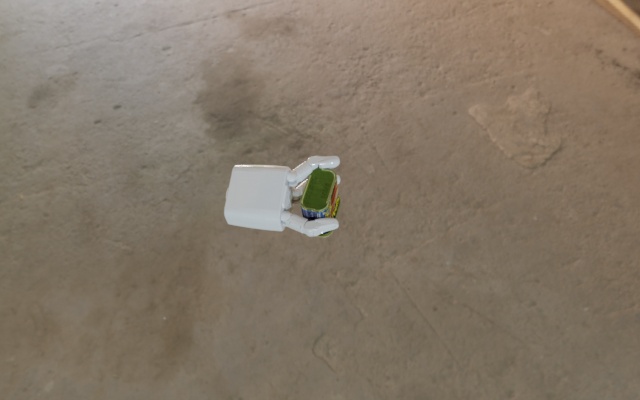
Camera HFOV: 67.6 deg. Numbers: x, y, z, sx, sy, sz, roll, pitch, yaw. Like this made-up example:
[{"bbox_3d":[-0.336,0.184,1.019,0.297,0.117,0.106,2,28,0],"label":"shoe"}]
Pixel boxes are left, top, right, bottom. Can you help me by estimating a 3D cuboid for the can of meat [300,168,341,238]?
[{"bbox_3d":[0.000,0.003,0.884,0.057,0.102,0.084,8,-35,13],"label":"can of meat"}]
